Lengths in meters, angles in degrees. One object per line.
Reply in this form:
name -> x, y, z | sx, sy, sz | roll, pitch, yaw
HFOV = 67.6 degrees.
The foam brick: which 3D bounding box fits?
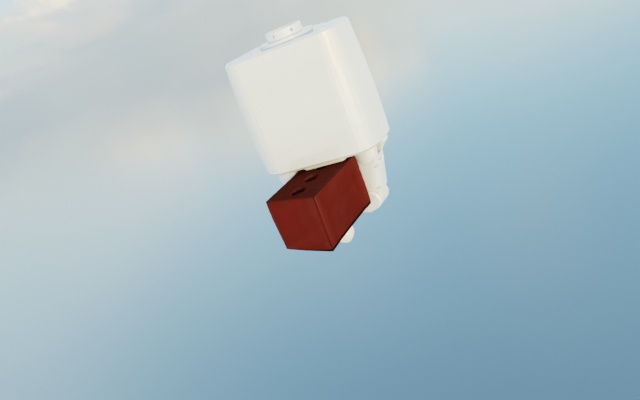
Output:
foam brick -> 0.000, 0.002, 0.420 | 0.053, 0.051, 0.078 | -4, 30, 36
